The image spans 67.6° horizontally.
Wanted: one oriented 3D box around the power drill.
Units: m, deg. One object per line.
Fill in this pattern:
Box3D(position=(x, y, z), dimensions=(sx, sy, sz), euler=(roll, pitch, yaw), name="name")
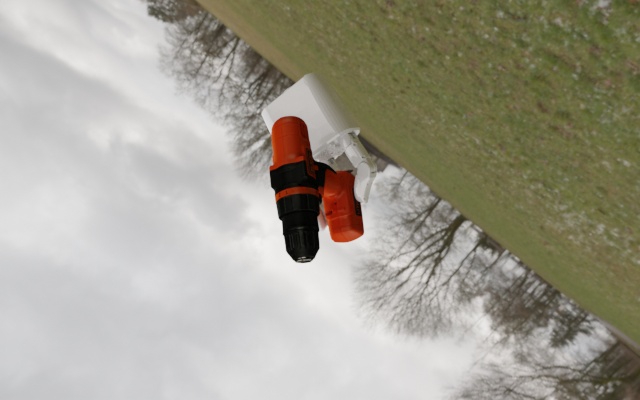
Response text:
Box3D(position=(0.000, 0.002, 0.628), dimensions=(0.057, 0.184, 0.188), euler=(-13, -21, 20), name="power drill")
